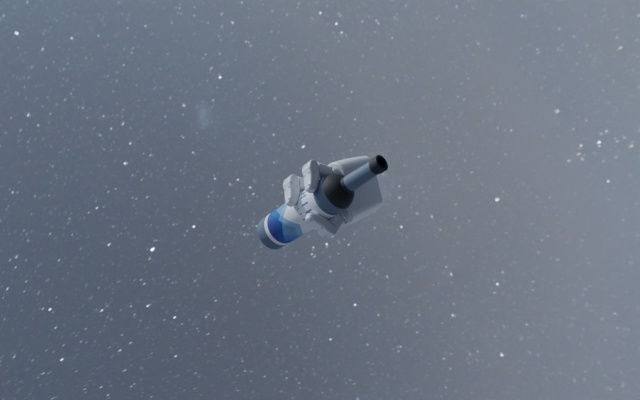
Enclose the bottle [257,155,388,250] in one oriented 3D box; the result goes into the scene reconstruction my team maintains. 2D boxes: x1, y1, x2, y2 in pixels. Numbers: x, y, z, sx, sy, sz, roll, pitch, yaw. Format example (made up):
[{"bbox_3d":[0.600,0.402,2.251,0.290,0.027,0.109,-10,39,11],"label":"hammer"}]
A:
[{"bbox_3d":[0.000,0.003,0.829,0.069,0.069,0.296,0,-25,-45],"label":"bottle"}]
